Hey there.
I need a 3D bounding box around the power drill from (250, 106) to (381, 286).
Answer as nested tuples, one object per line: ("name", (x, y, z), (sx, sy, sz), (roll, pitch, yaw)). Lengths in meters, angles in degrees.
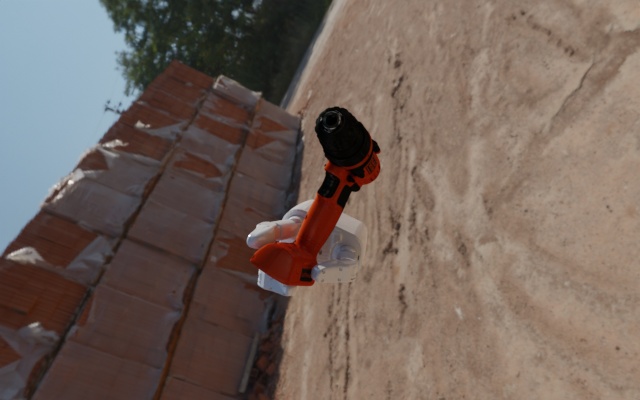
("power drill", (0.000, 0.002, 0.525), (0.057, 0.187, 0.184), (31, -1, 20))
